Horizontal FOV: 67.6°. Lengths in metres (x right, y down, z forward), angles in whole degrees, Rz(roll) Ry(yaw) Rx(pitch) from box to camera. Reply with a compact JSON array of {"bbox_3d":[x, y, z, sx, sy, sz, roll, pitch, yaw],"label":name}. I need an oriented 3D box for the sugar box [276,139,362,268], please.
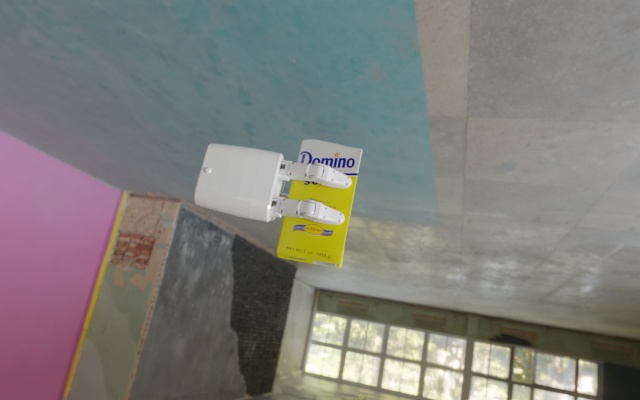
[{"bbox_3d":[0.000,0.002,0.687,0.093,0.176,0.048,10,-16,2],"label":"sugar box"}]
